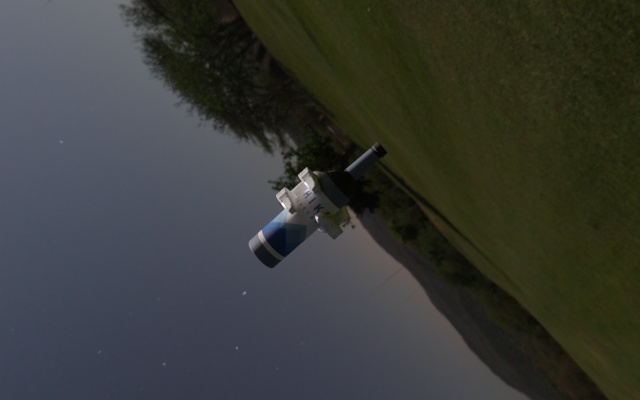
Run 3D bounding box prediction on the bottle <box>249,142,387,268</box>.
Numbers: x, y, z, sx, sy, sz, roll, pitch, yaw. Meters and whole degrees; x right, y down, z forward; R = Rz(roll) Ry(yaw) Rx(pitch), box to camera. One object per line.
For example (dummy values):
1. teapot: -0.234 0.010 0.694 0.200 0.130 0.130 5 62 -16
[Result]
1. bottle: 0.000 0.003 0.860 0.296 0.069 0.069 -42 -7 8
